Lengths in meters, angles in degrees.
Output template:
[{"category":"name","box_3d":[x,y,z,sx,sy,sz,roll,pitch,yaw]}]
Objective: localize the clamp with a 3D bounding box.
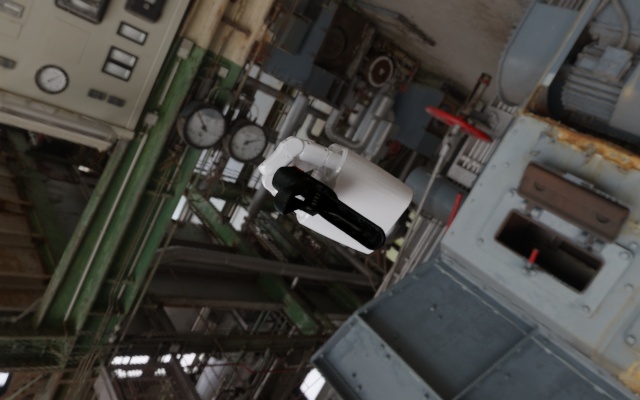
[{"category":"clamp","box_3d":[0.000,0.002,0.513,0.120,0.039,0.171,31,10,-16]}]
